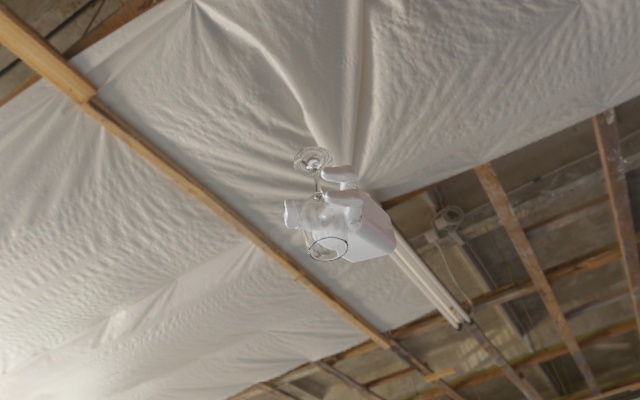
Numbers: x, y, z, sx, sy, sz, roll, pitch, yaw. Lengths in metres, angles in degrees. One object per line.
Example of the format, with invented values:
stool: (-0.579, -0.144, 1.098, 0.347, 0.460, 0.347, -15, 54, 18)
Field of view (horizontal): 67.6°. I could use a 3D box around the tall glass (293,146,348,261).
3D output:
tall glass: (0.000, 0.002, 0.796, 0.079, 0.200, 0.079, -5, -42, -5)
